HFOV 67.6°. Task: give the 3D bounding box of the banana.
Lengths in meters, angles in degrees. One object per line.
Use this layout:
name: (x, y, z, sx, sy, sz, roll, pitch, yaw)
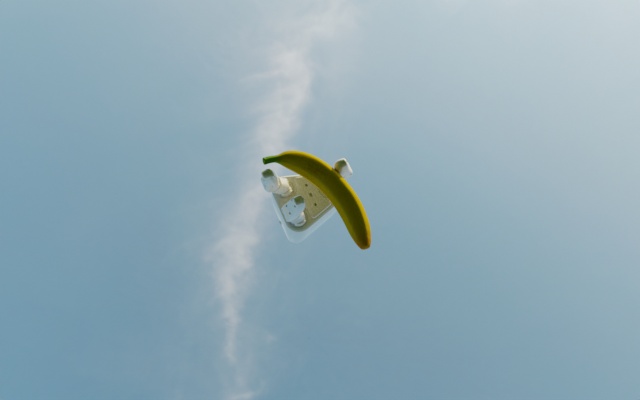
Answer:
banana: (0.009, -0.013, 0.695, 0.198, 0.069, 0.037, 40, -20, 6)
